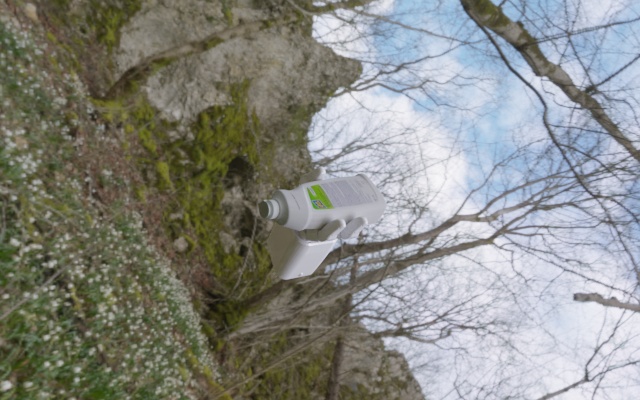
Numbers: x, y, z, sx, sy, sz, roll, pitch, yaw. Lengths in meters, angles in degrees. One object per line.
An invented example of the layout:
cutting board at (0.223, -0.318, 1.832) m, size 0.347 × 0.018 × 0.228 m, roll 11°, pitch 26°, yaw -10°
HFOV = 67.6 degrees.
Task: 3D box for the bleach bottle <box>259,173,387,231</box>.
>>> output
bleach bottle at (0.000, 0.003, 0.840) m, size 0.251 × 0.068 × 0.102 m, roll -3°, pitch 46°, yaw -41°
